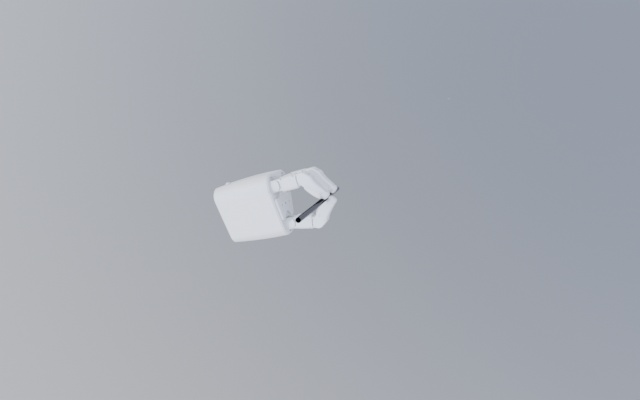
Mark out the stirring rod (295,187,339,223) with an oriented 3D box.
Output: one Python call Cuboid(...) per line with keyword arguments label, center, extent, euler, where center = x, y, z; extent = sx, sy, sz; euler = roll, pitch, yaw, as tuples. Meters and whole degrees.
Cuboid(label="stirring rod", center=(0.000, 0.003, 0.762), extent=(0.011, 0.011, 0.239), euler=(0, 12, 15))
